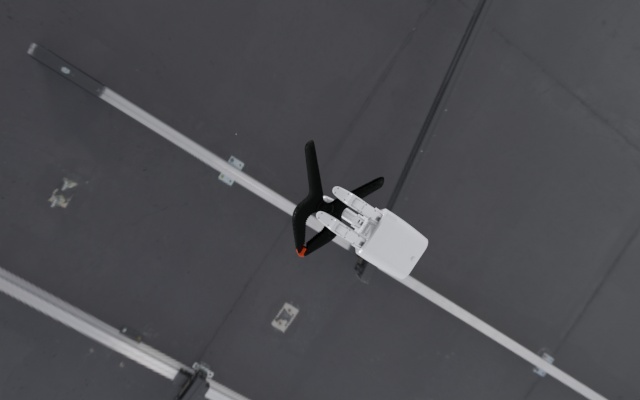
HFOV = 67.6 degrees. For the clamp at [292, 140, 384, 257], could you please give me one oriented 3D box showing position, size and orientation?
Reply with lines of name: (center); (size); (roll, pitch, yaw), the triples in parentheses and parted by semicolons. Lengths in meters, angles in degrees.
clamp: (0.000, 0.003, 0.893); (0.164, 0.210, 0.036); (33, 1, -11)
